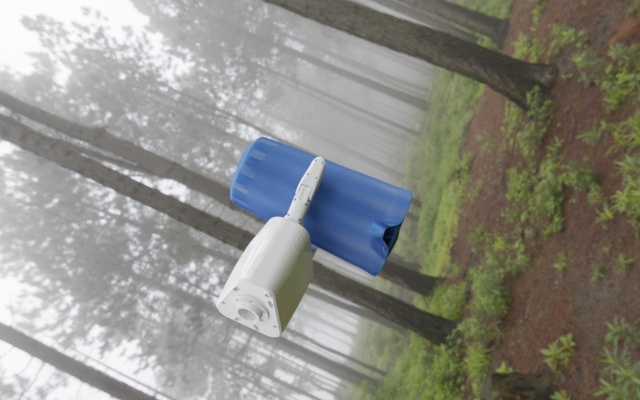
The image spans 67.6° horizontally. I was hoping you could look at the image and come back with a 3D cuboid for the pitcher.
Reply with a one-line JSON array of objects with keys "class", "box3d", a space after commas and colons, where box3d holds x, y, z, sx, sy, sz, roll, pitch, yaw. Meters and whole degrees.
[{"class": "pitcher", "box3d": [0.000, 0.002, 0.700, 0.243, 0.145, 0.149, 24, -41, 3]}]
